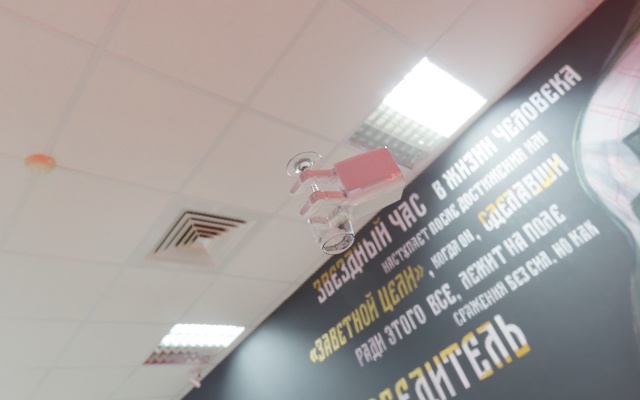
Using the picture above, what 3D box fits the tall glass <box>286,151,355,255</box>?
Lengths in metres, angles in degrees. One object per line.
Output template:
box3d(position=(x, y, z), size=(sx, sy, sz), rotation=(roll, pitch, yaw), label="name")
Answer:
box3d(position=(0.000, 0.002, 0.893), size=(0.079, 0.201, 0.079), rotation=(-15, -37, -11), label="tall glass")
